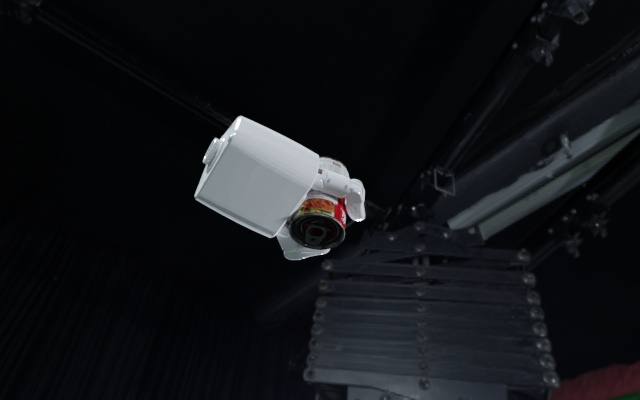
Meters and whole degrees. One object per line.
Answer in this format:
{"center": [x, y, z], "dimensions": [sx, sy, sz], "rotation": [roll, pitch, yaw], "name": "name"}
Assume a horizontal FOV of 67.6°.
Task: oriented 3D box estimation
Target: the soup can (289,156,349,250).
{"center": [0.001, 0.002, 0.604], "dimensions": [0.068, 0.102, 0.069], "rotation": [4, -43, 4], "name": "soup can"}
